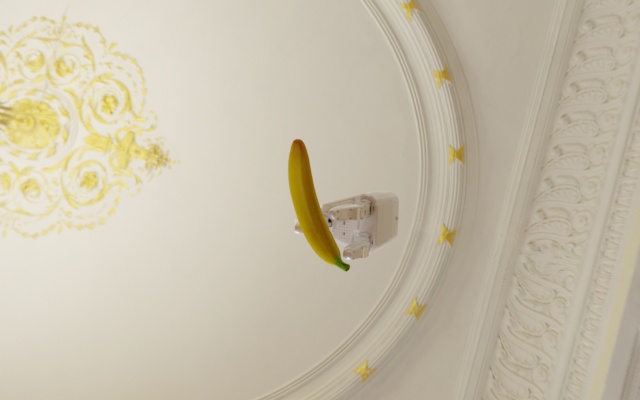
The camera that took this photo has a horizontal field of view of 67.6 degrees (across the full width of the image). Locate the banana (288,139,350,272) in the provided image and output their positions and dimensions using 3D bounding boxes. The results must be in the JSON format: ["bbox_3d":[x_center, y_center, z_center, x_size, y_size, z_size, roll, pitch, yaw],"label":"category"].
[{"bbox_3d":[-0.010,0.011,0.691,0.037,0.198,0.070,-20,-4,-42],"label":"banana"}]
